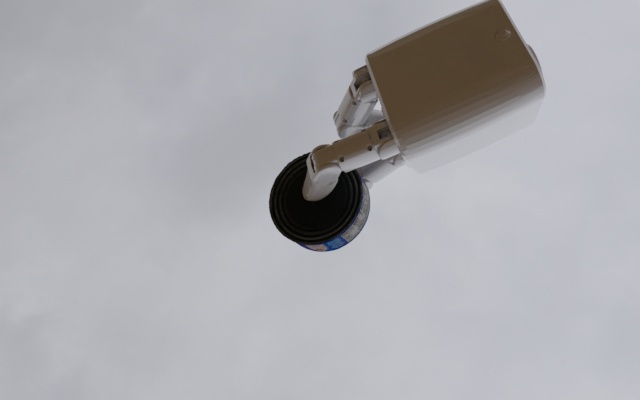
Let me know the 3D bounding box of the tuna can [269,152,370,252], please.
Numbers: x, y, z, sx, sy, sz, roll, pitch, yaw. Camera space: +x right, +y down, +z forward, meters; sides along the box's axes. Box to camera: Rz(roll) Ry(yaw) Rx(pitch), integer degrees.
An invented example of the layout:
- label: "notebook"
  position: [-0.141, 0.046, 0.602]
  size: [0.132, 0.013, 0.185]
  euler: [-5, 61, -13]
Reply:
- label: "tuna can"
  position: [0.000, 0.002, 0.423]
  size: [0.086, 0.086, 0.034]
  euler: [0, -19, 21]
